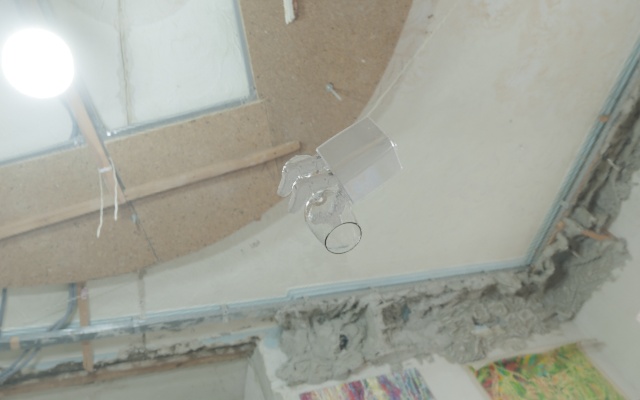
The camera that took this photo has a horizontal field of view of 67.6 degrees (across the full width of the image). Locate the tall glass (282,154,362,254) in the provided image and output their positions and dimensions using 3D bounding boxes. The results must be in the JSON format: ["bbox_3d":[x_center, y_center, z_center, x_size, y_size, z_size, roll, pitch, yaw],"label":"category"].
[{"bbox_3d":[0.000,0.002,0.802,0.079,0.079,0.201,0,34,-25],"label":"tall glass"}]
